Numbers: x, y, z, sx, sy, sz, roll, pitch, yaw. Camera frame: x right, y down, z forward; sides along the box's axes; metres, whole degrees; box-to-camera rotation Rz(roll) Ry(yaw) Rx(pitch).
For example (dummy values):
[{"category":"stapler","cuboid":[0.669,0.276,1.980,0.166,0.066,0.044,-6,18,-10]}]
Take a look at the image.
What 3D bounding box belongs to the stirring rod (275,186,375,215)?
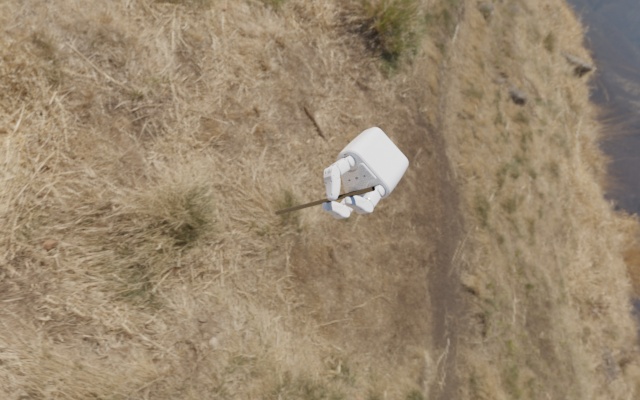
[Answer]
[{"category":"stirring rod","cuboid":[0.000,0.003,0.850,0.239,0.011,0.011,-14,-10,43]}]
